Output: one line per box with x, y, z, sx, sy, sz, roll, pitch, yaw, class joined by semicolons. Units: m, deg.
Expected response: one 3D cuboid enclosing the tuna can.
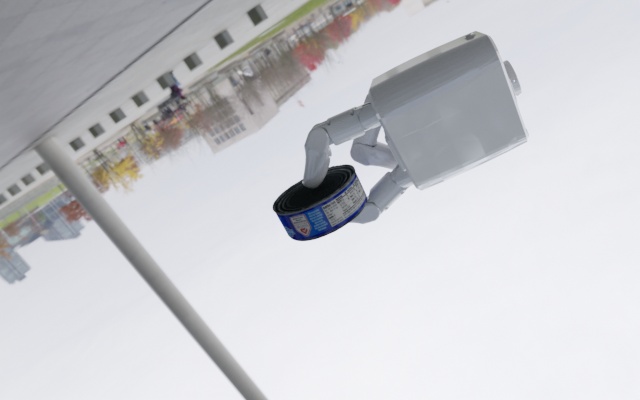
0.000;0.002;0.452;0.086;0.034;0.086;-24;19;9;tuna can
